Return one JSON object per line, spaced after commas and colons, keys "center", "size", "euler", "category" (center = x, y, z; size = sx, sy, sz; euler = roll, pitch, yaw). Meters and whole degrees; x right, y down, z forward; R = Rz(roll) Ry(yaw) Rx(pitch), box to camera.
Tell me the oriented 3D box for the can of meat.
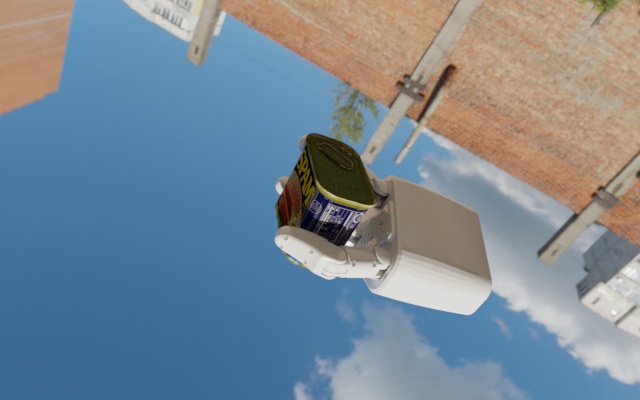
{"center": [0.000, 0.002, 0.439], "size": [0.057, 0.084, 0.102], "euler": [16, 33, -22], "category": "can of meat"}
